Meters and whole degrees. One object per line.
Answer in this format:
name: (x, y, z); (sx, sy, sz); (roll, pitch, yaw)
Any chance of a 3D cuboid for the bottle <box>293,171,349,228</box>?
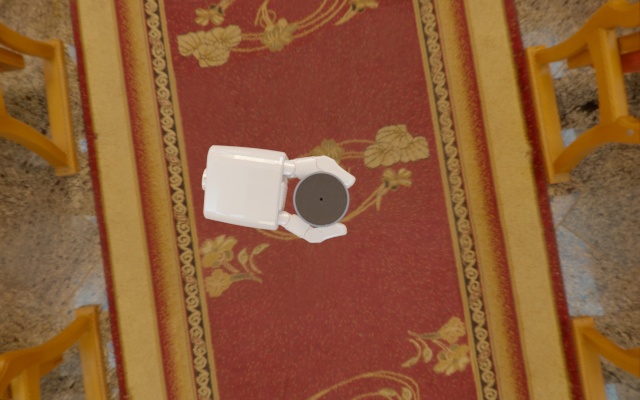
bottle: (0.000, 0.002, 0.707); (0.069, 0.069, 0.296); (0, -1, 0)
